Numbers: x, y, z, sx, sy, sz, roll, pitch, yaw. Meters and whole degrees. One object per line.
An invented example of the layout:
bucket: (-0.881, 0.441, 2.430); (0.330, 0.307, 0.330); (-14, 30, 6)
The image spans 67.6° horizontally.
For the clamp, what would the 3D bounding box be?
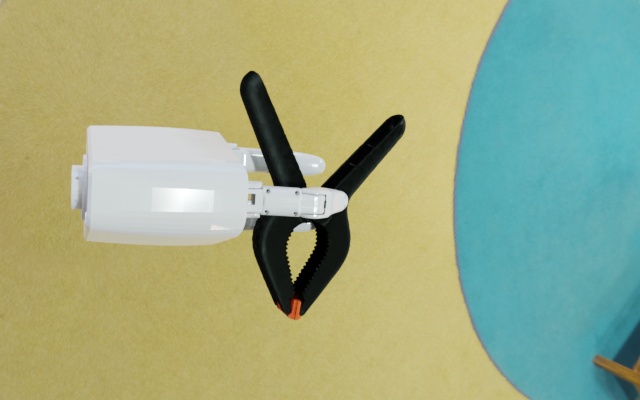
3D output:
clamp: (0.000, 0.002, 0.430); (0.164, 0.210, 0.036); (2, 8, -28)
